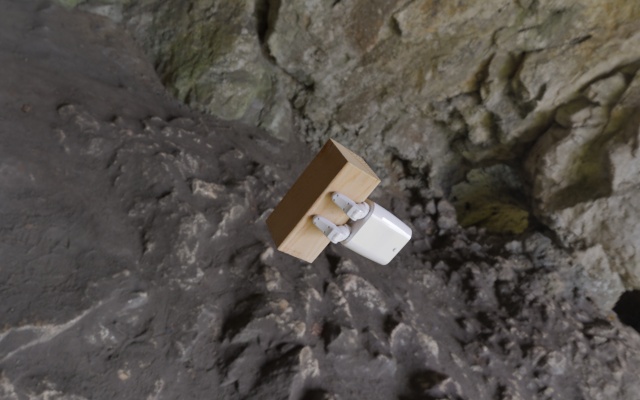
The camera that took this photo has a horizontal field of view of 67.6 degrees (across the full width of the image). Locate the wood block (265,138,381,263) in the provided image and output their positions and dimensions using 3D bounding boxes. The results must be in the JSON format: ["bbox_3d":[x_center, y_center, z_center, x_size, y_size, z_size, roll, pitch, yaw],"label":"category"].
[{"bbox_3d":[0.000,0.003,0.886,0.090,0.206,0.090,27,20,-36],"label":"wood block"}]
